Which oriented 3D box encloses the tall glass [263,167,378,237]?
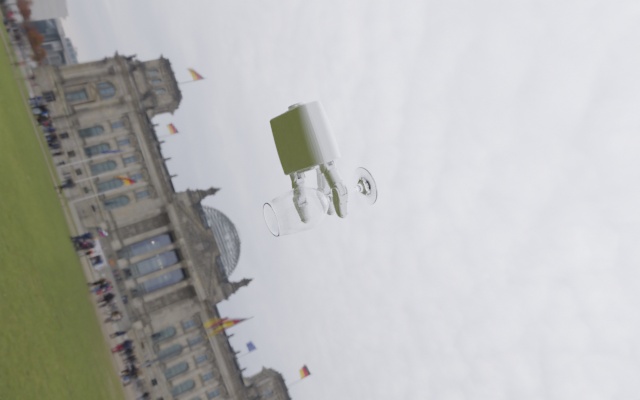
[{"bbox_3d":[0.001,0.003,0.855,0.201,0.079,0.079,-20,9,-25],"label":"tall glass"}]
